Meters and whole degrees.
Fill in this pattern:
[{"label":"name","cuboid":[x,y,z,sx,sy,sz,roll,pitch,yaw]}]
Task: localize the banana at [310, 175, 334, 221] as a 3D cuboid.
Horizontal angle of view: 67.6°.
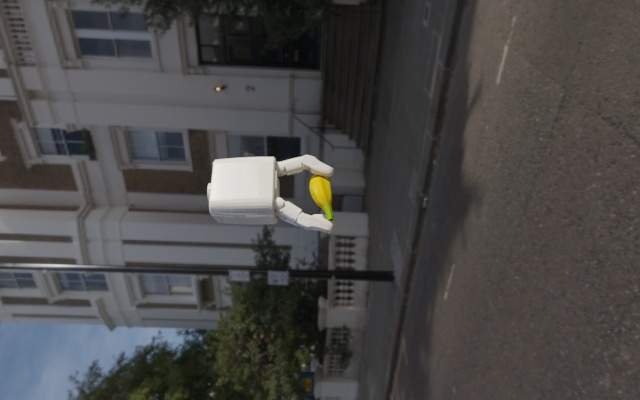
[{"label":"banana","cuboid":[-0.001,-0.015,0.867,0.037,0.069,0.197,-4,10,-1]}]
